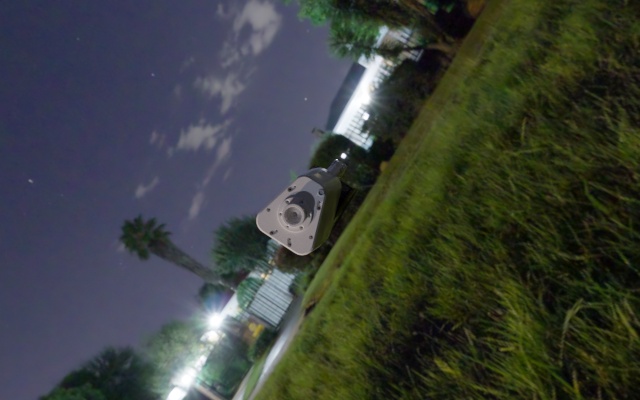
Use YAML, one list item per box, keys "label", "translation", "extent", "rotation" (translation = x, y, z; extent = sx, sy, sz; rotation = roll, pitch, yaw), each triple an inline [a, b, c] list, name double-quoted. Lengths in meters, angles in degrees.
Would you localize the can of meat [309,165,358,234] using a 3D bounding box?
- label: "can of meat"
  translation: [0.000, 0.002, 0.807]
  extent: [0.084, 0.102, 0.057]
  rotation: [32, 16, 6]
